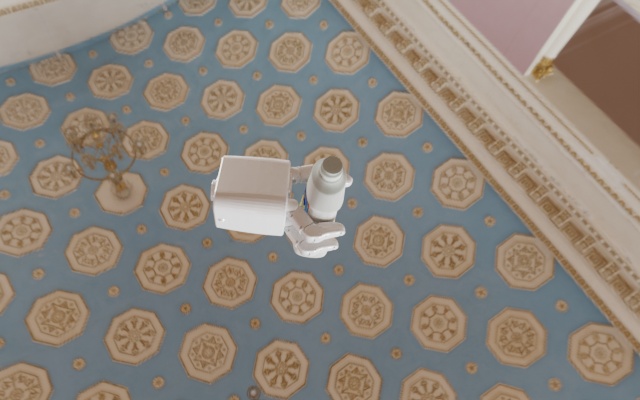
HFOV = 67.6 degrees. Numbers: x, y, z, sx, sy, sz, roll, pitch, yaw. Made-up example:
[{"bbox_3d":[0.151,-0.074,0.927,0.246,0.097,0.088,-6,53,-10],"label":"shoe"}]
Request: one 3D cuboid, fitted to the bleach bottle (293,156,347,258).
[{"bbox_3d":[0.000,0.003,0.744,0.068,0.102,0.251,6,-28,-5],"label":"bleach bottle"}]
